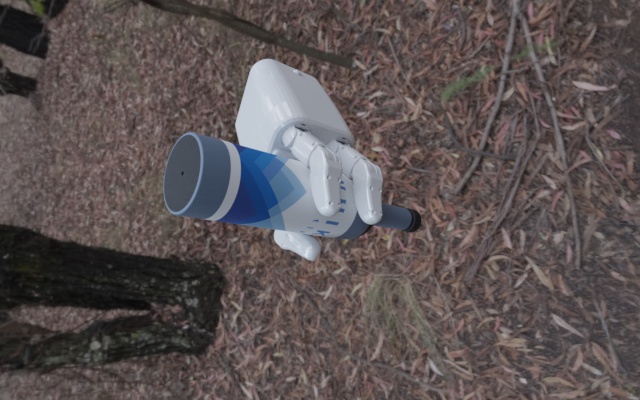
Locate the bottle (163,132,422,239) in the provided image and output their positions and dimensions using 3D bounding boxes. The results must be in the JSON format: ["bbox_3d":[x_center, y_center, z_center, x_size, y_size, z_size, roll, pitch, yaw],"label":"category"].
[{"bbox_3d":[0.000,0.002,0.470,0.296,0.069,0.069,12,-8,-41],"label":"bottle"}]
